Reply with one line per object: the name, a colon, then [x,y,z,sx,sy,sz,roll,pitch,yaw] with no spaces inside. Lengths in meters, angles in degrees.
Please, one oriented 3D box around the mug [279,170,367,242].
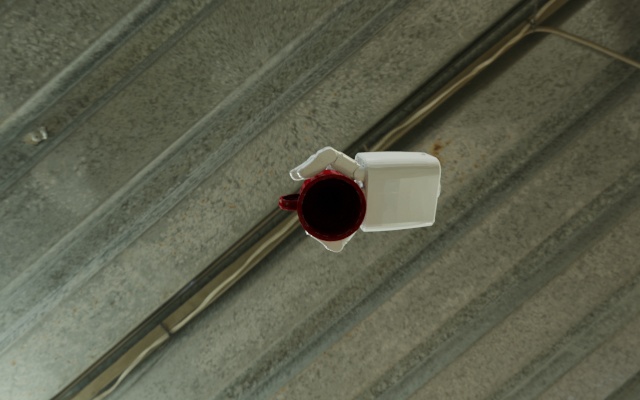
mug: [-0.001,0.002,0.671,0.117,0.093,0.081,-3,13,-4]
